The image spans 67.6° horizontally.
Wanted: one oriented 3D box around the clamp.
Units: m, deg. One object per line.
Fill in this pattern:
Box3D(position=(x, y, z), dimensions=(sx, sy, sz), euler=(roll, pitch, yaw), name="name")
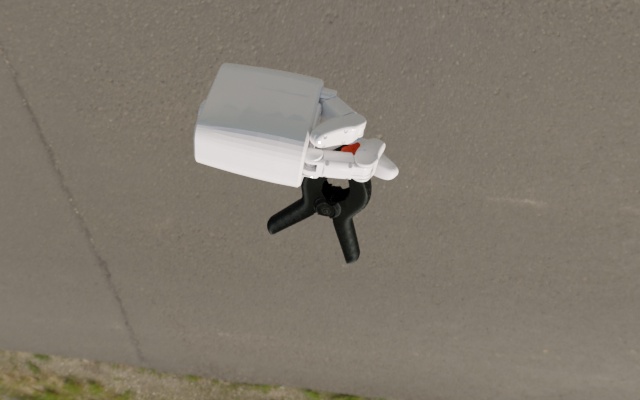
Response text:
Box3D(position=(0.000, 0.002, 0.548), dimensions=(0.120, 0.172, 0.039), euler=(11, 41, 0), name="clamp")
